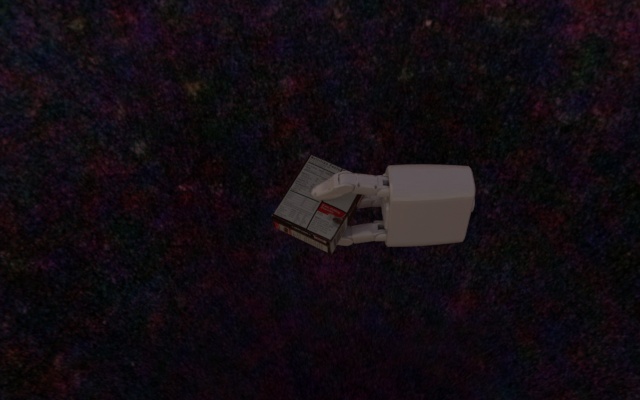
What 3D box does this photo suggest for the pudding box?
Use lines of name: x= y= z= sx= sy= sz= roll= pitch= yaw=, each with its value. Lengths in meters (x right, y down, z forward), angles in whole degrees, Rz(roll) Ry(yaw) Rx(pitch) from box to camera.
pudding box: x=0.000 y=0.002 z=0.640 sx=0.090 sy=0.113 sz=0.039 roll=24 pitch=-28 yaw=15
